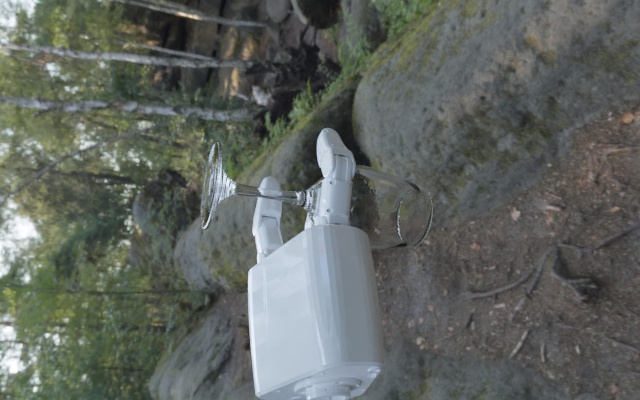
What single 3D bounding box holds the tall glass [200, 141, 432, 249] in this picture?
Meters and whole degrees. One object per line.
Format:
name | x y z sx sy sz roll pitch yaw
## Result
tall glass | -0.001 0.001 0.430 0.201 0.079 0.079 8 -3 -22
